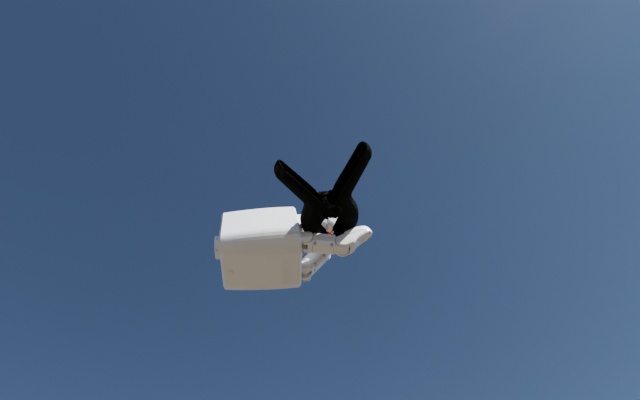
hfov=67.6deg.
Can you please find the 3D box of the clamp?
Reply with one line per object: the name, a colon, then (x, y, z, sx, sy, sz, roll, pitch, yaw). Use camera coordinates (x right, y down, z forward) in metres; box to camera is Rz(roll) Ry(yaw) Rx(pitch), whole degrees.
clamp: (0.000, 0.002, 0.620, 0.120, 0.172, 0.039, -2, 38, -7)
